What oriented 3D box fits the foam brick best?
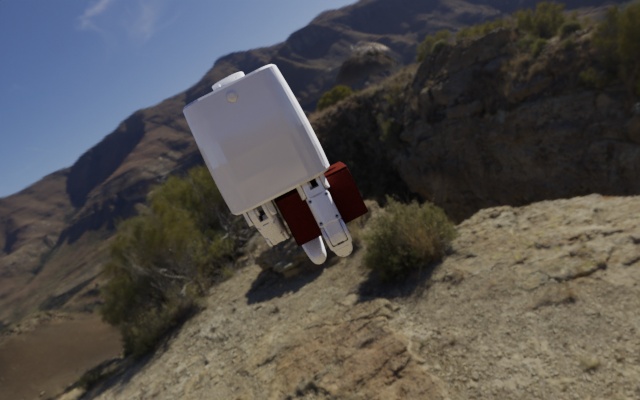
[{"bbox_3d":[0.000,0.001,0.474,0.078,0.051,0.053,-26,9,0],"label":"foam brick"}]
